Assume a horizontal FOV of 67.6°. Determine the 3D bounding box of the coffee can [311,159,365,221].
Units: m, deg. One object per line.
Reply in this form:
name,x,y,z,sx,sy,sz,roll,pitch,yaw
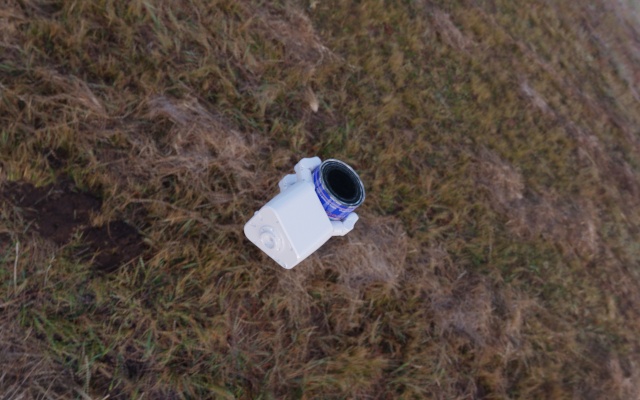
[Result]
coffee can,0.000,0.003,0.897,0.103,0.102,0.140,0,-30,-41
